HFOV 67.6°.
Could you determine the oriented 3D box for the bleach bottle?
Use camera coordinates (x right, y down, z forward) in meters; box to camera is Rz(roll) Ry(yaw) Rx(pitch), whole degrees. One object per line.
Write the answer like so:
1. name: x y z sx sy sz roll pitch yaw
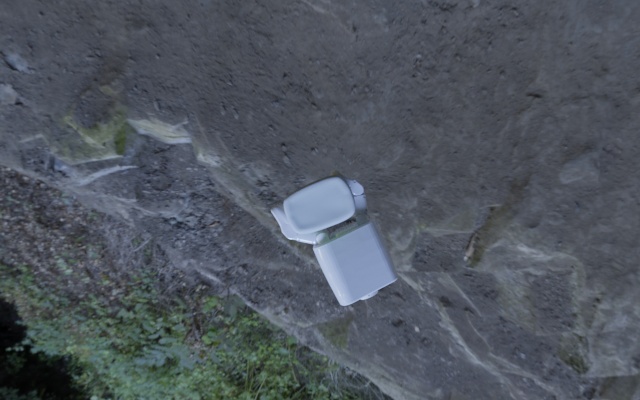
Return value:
1. bleach bottle: 0.000 0.003 0.788 0.102 0.068 0.251 -22 2 2
